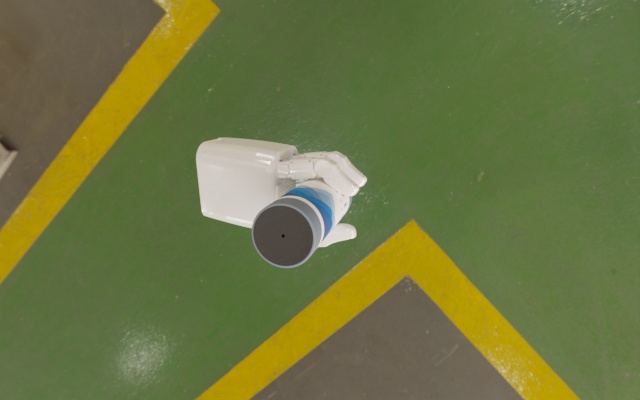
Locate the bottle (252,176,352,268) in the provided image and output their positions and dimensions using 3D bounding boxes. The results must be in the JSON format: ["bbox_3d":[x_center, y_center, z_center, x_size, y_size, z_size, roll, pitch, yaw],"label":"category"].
[{"bbox_3d":[0.000,0.002,0.603,0.069,0.069,0.295,0,13,15],"label":"bottle"}]
